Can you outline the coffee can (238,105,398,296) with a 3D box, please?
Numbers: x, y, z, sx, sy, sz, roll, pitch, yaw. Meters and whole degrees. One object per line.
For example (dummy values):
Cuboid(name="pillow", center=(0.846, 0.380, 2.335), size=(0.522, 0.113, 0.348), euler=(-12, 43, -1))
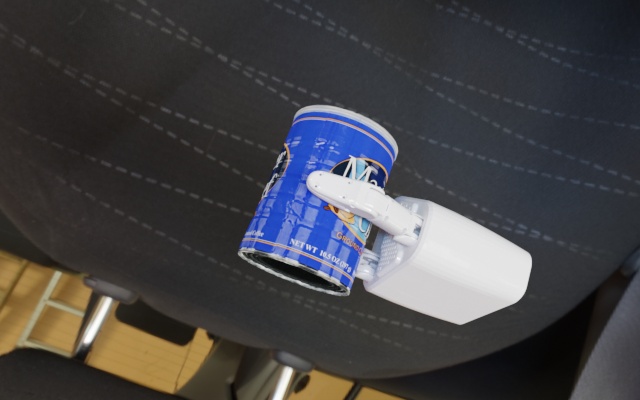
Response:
Cuboid(name="coffee can", center=(0.000, 0.001, 0.430), size=(0.103, 0.140, 0.103), euler=(19, -17, 6))
